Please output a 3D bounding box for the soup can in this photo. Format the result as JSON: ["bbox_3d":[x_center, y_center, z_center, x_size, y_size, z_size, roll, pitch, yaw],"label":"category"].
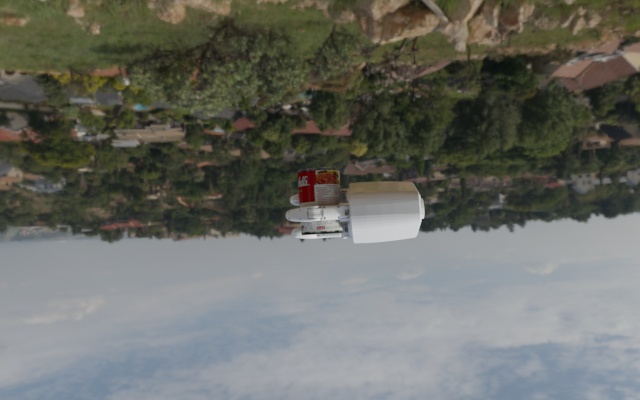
[{"bbox_3d":[0.000,0.003,0.756,0.068,0.102,0.068,-3,-4,0],"label":"soup can"}]
